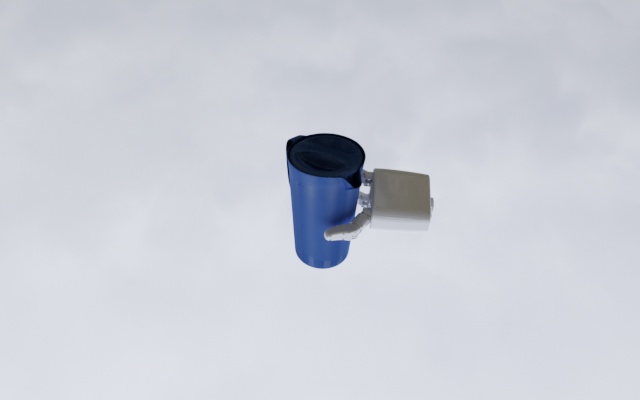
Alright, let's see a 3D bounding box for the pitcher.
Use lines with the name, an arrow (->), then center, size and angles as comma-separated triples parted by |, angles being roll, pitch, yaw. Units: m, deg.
pitcher -> 0.000, 0.003, 0.882 | 0.145, 0.243, 0.149 | 5, 40, 2
